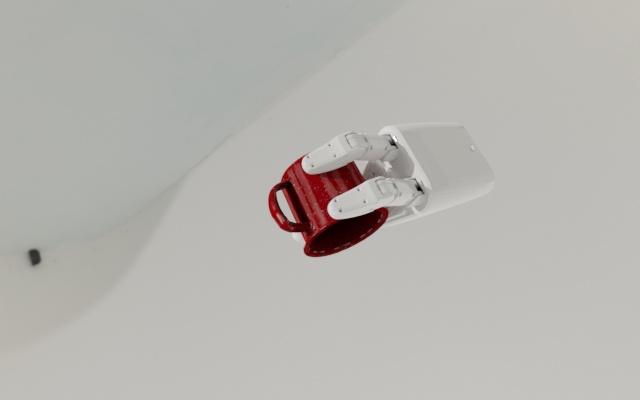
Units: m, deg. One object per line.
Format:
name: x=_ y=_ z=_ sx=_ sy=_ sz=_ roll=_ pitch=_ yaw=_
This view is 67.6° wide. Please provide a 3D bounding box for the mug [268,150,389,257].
mug: x=-0.001 y=0.002 z=0.480 sx=0.117 sy=0.081 sz=0.093 roll=-9 pitch=-29 yaw=-34
